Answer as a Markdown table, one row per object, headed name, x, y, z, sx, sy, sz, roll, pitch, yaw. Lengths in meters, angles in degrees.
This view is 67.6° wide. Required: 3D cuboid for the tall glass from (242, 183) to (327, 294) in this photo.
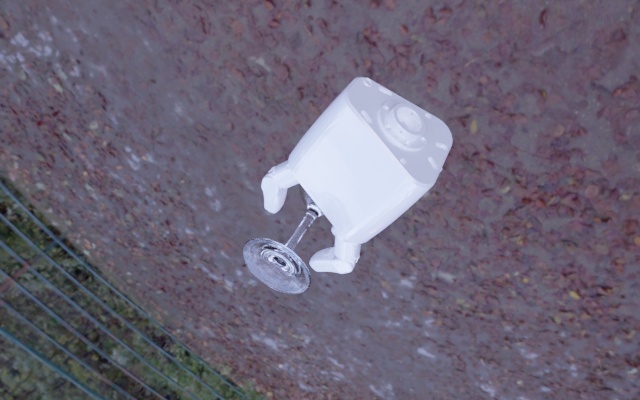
| name | x | y | z | sx | sy | sz | roll | pitch | yaw |
| --- | --- | --- | --- | --- | --- | --- | --- | --- | --- |
| tall glass | 0.000 | 0.002 | 0.519 | 0.079 | 0.079 | 0.201 | 0 | 39 | 33 |
